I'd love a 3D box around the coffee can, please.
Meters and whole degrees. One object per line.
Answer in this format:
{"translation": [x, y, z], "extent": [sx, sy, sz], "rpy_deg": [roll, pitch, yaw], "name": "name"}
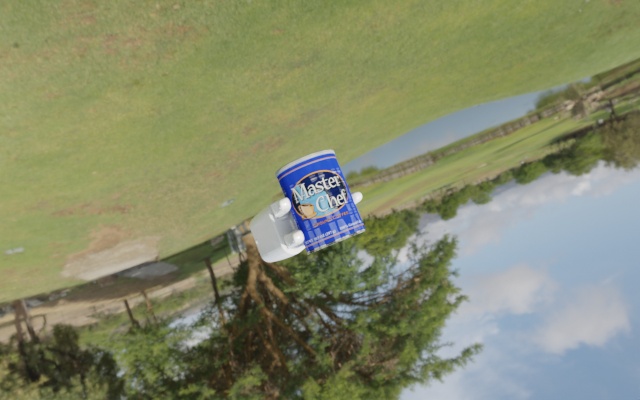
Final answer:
{"translation": [0.000, 0.002, 0.767], "extent": [0.103, 0.140, 0.103], "rpy_deg": [-22, -5, -2], "name": "coffee can"}
